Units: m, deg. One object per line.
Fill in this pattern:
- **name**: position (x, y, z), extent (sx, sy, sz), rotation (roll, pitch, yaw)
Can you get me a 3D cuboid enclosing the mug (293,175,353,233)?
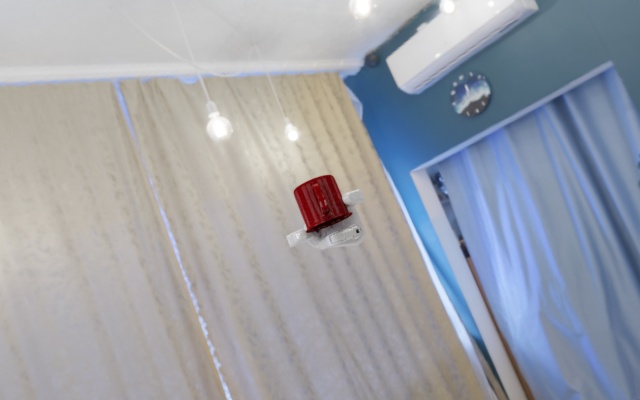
- **mug**: position (0.000, 0.002, 0.859), extent (0.093, 0.081, 0.117), rotation (-22, -10, 0)
